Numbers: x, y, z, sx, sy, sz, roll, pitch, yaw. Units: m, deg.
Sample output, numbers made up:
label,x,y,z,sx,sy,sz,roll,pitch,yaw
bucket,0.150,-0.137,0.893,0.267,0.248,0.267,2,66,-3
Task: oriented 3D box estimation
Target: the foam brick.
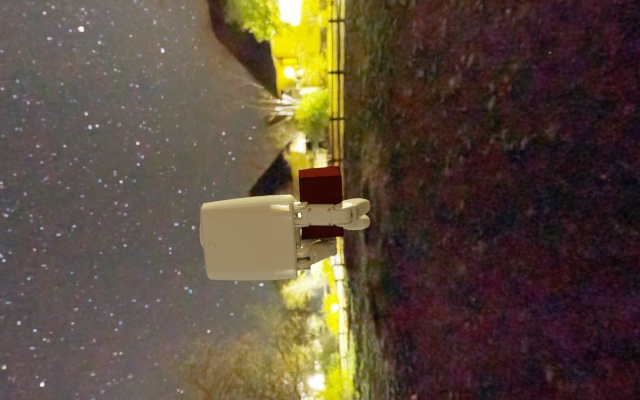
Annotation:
label,x,y,z,sx,sy,sz,roll,pitch,yaw
foam brick,0.000,0.002,0.577,0.051,0.078,0.053,-3,15,-1
